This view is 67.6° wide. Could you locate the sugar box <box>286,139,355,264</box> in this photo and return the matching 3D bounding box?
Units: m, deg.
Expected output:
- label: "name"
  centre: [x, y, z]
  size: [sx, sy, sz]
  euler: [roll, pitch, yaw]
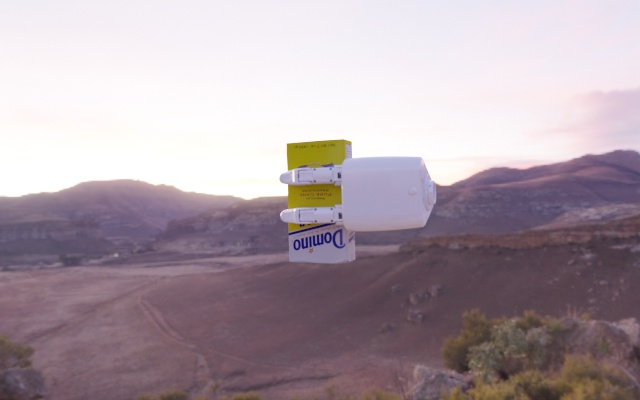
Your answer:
- label: "sugar box"
  centre: [0.000, 0.002, 0.697]
  size: [0.093, 0.176, 0.048]
  euler: [-2, -2, 21]
